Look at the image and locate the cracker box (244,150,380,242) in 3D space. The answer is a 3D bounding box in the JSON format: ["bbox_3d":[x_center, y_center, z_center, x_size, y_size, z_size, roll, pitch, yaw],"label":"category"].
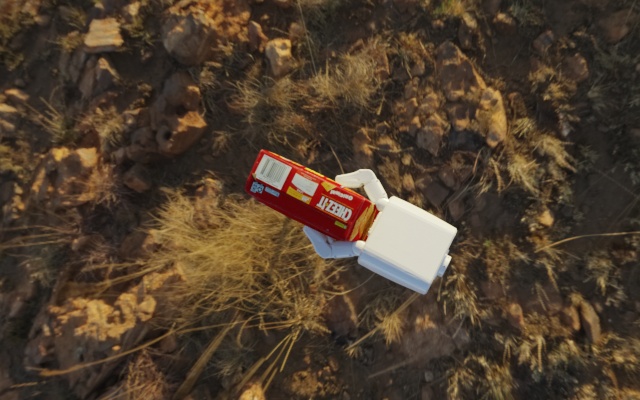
[{"bbox_3d":[0.000,0.002,0.734,0.164,0.072,0.214,26,1,15],"label":"cracker box"}]
